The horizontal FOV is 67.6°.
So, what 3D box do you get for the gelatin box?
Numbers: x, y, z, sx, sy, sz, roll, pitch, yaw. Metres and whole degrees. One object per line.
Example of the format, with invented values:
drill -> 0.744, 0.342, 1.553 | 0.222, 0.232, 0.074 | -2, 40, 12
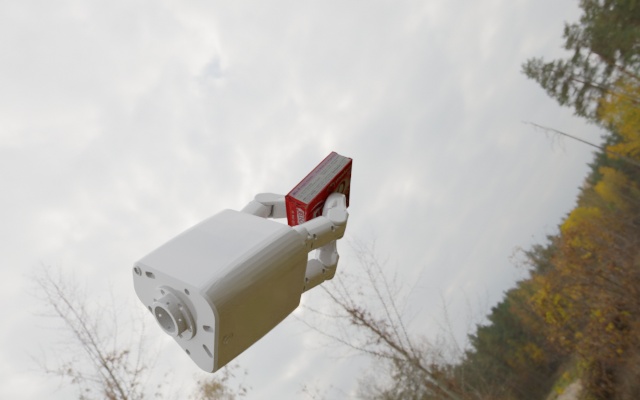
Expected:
gelatin box -> 0.000, 0.001, 0.512 | 0.030, 0.073, 0.089 | 25, 50, 23
